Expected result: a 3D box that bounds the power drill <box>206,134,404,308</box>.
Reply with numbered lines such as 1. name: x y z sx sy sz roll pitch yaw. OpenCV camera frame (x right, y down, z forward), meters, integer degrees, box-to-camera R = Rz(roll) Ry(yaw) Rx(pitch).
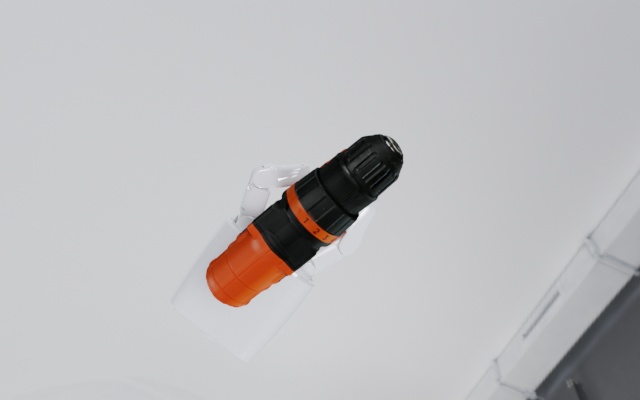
1. power drill: 0.000 0.001 0.422 0.184 0.057 0.187 -38 0 18
